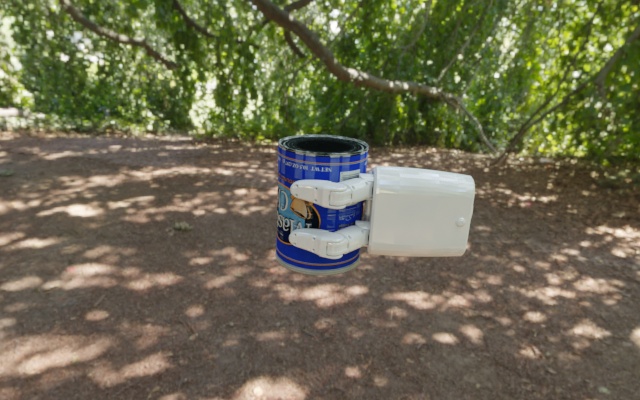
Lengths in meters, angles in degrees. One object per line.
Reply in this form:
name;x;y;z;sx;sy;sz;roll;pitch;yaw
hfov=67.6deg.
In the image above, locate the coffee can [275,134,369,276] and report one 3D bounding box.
coffee can;0.000;0.002;0.557;0.103;0.140;0.102;3;19;-1
